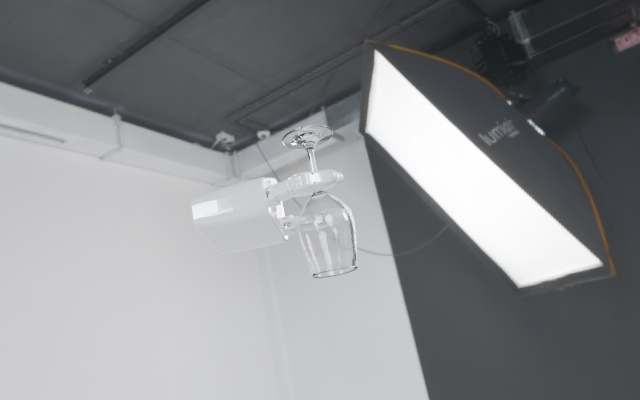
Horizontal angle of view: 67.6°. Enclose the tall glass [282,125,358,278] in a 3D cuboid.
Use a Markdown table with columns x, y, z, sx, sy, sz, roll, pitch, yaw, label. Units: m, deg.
| x | y | z | sx | sy | sz | roll | pitch | yaw | label |
| --- | --- | --- | --- | --- | --- | --- | --- | --- | --- |
| 0.000 | 0.001 | 0.659 | 0.079 | 0.201 | 0.079 | -11 | -16 | -3 | tall glass |
